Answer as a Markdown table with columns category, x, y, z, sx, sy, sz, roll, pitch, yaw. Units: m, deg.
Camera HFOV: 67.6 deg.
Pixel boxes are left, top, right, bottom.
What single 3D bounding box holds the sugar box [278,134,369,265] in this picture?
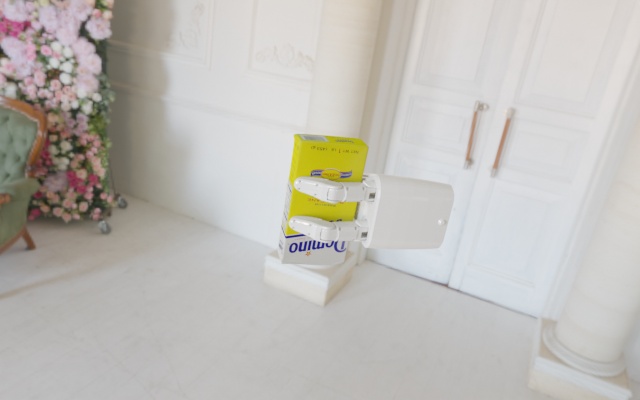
| category | x | y | z | sx | sy | sz | roll | pitch | yaw |
| --- | --- | --- | --- | --- | --- | --- | --- | --- | --- |
| sugar box | 0.000 | 0.002 | 0.639 | 0.093 | 0.176 | 0.048 | 3 | 21 | -15 |
